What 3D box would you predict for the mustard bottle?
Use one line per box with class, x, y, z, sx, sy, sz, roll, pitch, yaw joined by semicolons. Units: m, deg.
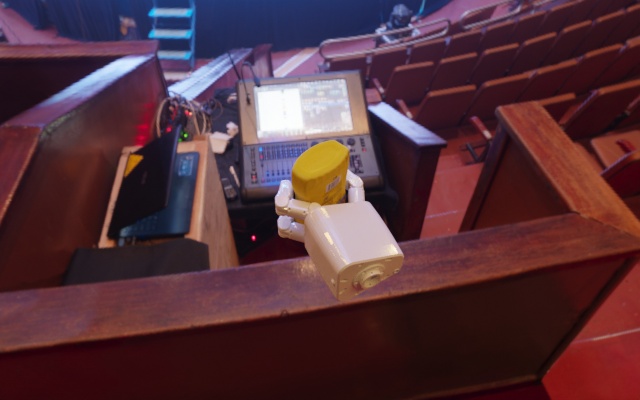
mustard bottle;0.000;0.002;0.753;0.058;0.192;0.096;33;56;26
